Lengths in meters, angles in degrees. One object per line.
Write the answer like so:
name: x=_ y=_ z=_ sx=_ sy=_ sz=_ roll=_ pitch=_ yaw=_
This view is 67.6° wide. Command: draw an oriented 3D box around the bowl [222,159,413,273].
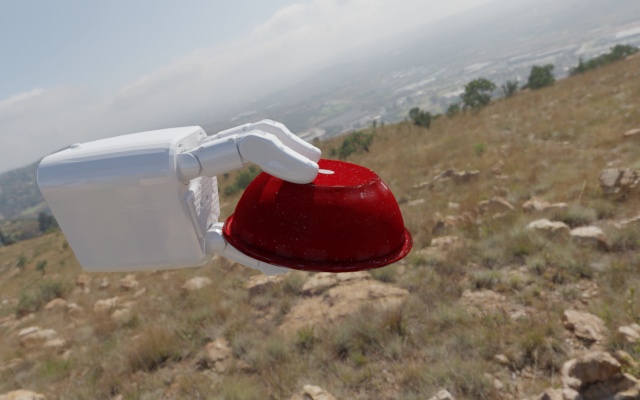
bowl: x=0.001 y=0.001 z=0.402 sx=0.162 sy=0.055 sz=0.162 roll=5 pitch=17 yaw=-1
